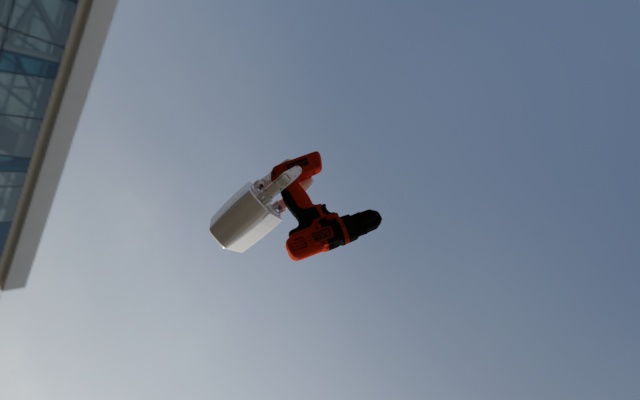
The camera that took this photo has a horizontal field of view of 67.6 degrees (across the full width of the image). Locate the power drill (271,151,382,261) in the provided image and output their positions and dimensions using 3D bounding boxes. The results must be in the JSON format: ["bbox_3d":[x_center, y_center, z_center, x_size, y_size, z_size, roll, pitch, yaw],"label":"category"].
[{"bbox_3d":[0.000,0.003,0.892,0.184,0.187,0.057,-20,-23,-12],"label":"power drill"}]
